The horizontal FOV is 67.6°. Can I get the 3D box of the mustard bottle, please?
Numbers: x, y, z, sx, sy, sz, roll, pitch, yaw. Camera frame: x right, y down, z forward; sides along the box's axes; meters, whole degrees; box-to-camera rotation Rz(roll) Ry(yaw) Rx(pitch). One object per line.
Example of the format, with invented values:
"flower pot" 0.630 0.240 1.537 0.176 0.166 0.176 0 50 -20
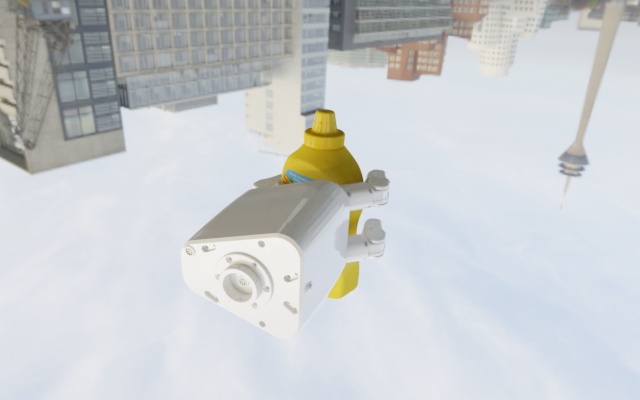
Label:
"mustard bottle" 0.000 0.002 0.497 0.096 0.192 0.058 23 31 38
